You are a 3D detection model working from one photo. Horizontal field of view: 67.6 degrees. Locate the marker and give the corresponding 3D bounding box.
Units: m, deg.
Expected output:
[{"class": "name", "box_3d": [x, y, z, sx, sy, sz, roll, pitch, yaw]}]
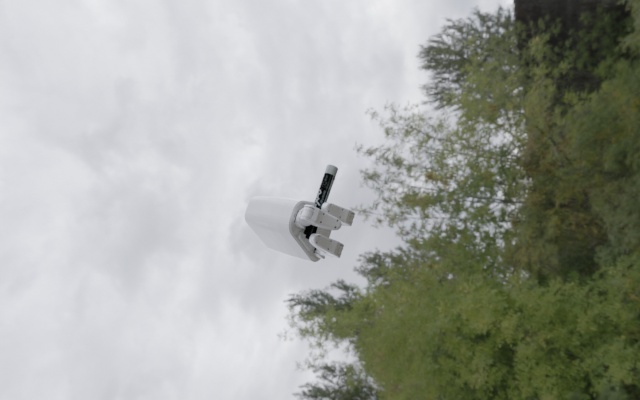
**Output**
[{"class": "marker", "box_3d": [0.000, 0.002, 0.737, 0.020, 0.121, 0.020, 18, -14, 5]}]
